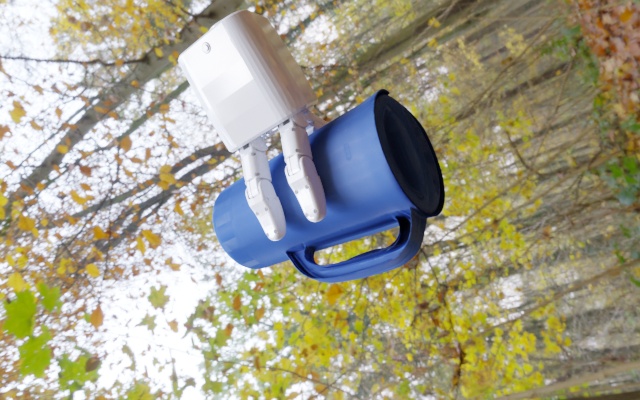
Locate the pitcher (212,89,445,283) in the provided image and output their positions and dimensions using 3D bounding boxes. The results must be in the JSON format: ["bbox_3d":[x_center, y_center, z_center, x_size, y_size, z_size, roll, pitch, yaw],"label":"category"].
[{"bbox_3d":[0.000,0.001,0.513,0.243,0.145,0.149,-25,13,32],"label":"pitcher"}]
